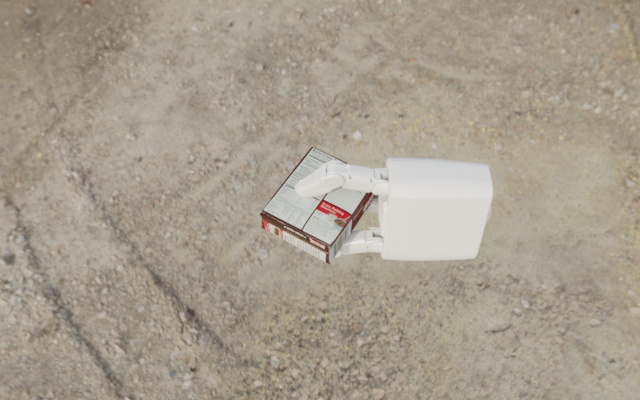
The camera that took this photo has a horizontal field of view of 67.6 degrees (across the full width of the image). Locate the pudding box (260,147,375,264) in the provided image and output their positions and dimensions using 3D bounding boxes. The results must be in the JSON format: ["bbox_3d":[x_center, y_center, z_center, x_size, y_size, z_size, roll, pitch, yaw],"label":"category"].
[{"bbox_3d":[0.000,0.002,0.534,0.090,0.113,0.039,26,-33,16],"label":"pudding box"}]
